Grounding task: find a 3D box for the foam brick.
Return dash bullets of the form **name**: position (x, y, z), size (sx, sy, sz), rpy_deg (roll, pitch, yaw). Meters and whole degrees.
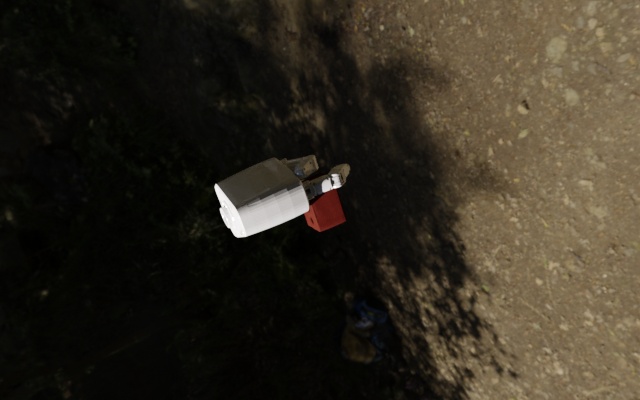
- **foam brick**: position (0.000, 0.003, 0.769), size (0.051, 0.078, 0.053), rpy_deg (-25, 20, -19)
